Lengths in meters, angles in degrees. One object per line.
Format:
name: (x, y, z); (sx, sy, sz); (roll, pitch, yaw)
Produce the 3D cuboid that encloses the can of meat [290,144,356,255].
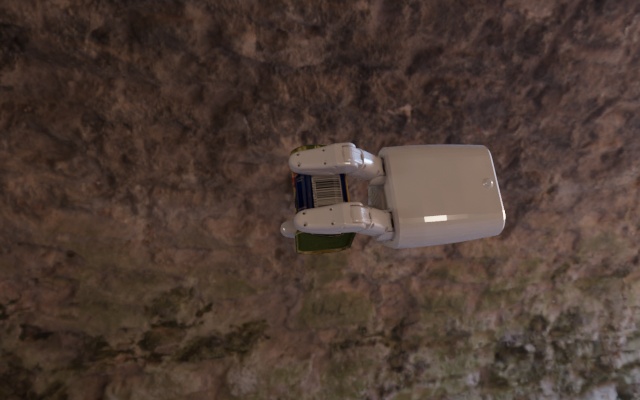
can of meat: (0.000, 0.001, 0.475); (0.057, 0.084, 0.102); (-5, -18, -3)
